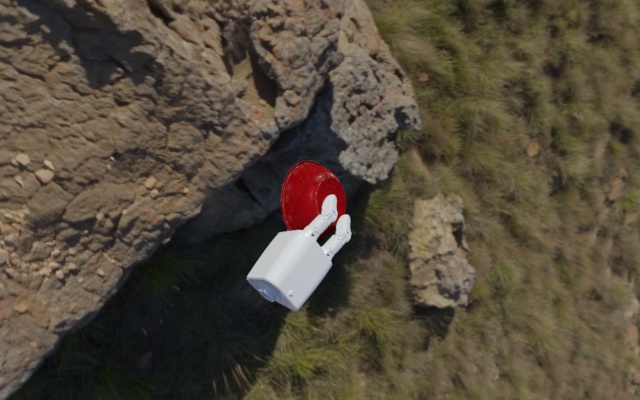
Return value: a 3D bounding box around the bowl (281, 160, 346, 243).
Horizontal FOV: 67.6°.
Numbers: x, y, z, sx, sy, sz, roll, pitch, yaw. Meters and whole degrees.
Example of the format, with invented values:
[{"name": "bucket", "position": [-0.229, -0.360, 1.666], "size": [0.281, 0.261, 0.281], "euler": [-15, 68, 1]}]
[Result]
[{"name": "bowl", "position": [0.001, 0.002, 0.897], "size": [0.055, 0.162, 0.162], "euler": [-4, -2, 39]}]
